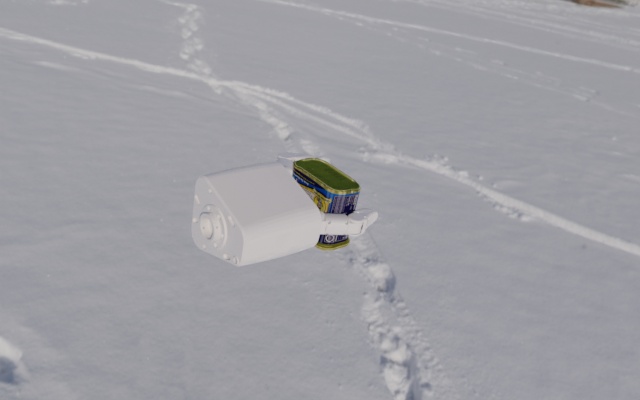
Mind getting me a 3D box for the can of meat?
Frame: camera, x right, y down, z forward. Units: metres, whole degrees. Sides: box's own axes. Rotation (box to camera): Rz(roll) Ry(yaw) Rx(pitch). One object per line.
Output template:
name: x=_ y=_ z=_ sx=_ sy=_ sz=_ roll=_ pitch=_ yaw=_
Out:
can of meat: x=0.000 y=0.002 z=0.620 sx=0.057 sy=0.084 sz=0.102 roll=-11 pitch=34 yaw=-39
